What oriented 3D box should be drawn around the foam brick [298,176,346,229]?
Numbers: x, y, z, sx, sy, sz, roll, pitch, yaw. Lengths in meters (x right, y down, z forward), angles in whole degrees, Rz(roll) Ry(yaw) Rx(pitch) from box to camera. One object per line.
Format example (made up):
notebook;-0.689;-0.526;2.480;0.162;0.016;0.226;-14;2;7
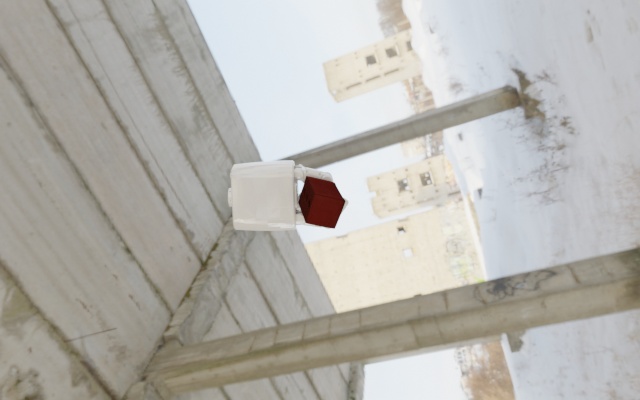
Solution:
foam brick;0.000;0.003;0.765;0.051;0.053;0.078;12;21;-17
